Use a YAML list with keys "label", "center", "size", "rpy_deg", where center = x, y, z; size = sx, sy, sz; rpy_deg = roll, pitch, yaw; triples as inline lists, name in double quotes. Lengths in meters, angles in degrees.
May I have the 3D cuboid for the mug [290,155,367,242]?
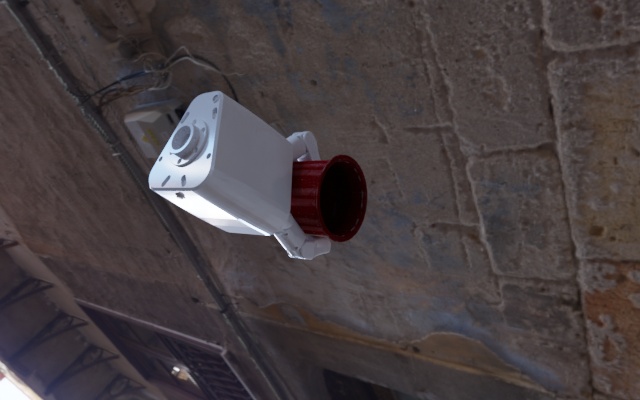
- label: "mug"
  center: [0.001, 0.002, 0.540]
  size: [0.081, 0.093, 0.117]
  rpy_deg: [2, -23, 38]
